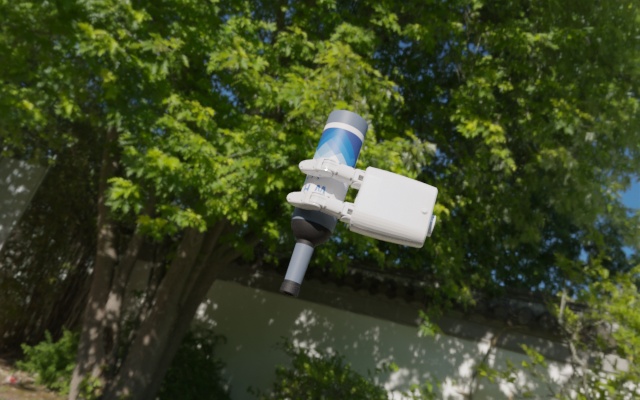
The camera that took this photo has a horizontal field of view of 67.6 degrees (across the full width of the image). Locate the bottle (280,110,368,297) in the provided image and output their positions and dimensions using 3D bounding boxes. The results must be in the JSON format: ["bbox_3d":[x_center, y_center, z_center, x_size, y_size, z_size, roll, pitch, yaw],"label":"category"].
[{"bbox_3d":[0.000,0.002,0.729,0.069,0.295,0.069,17,-20,6],"label":"bottle"}]
